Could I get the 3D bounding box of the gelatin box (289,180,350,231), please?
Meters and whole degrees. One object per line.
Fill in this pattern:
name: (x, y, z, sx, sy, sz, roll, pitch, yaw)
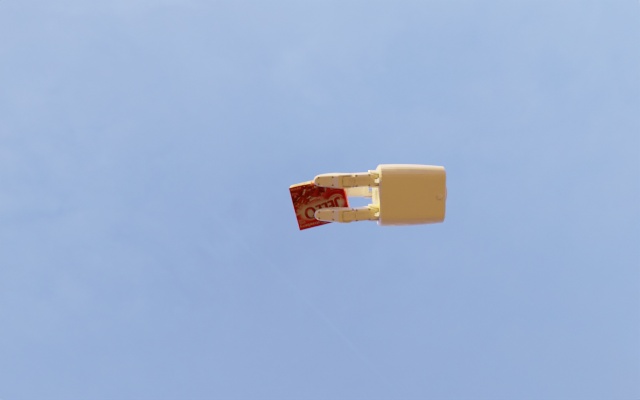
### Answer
gelatin box: (0.000, 0.003, 0.779, 0.089, 0.073, 0.030, -13, 8, 6)
